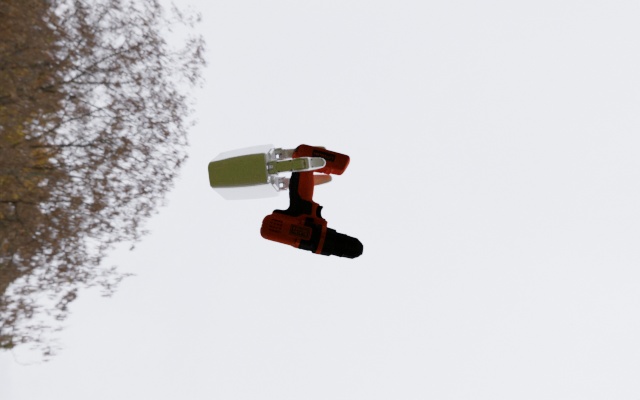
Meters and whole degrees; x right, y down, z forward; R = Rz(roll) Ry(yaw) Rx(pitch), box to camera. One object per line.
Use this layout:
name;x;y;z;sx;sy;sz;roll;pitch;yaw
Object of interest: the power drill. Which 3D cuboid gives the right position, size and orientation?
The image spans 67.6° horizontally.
power drill;0.000;0.002;0.851;0.184;0.187;0.057;15;-20;-7
